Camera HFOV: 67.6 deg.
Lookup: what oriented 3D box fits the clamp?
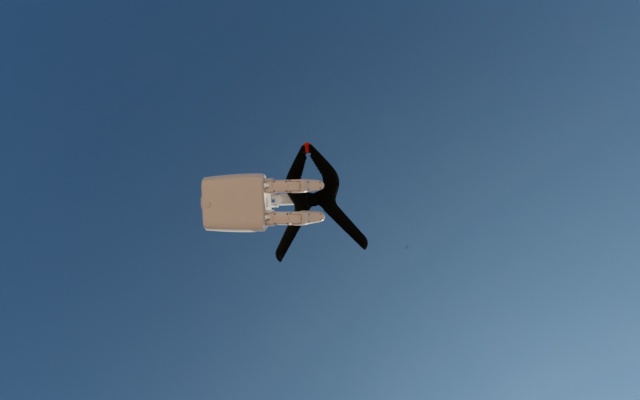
[{"bbox_3d":[0.000,0.002,0.844,0.164,0.210,0.036,-2,4,-2],"label":"clamp"}]
